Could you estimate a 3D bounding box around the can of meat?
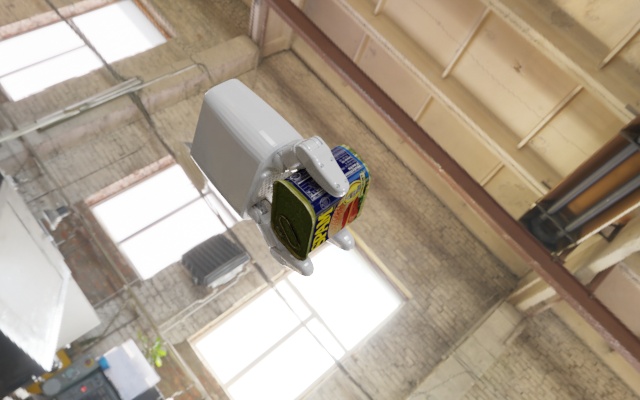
[{"bbox_3d":[0.000,0.001,0.485,0.084,0.057,0.102,-34,-24,-27],"label":"can of meat"}]
